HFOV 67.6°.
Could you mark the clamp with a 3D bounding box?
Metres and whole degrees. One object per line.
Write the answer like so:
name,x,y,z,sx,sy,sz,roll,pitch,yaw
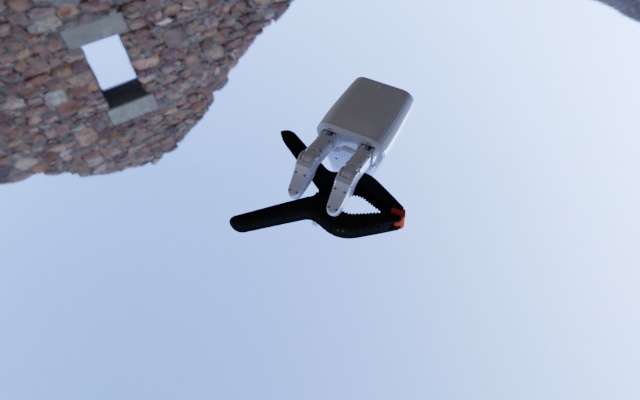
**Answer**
clamp,0.001,0.002,0.601,0.210,0.164,0.036,23,-27,19
